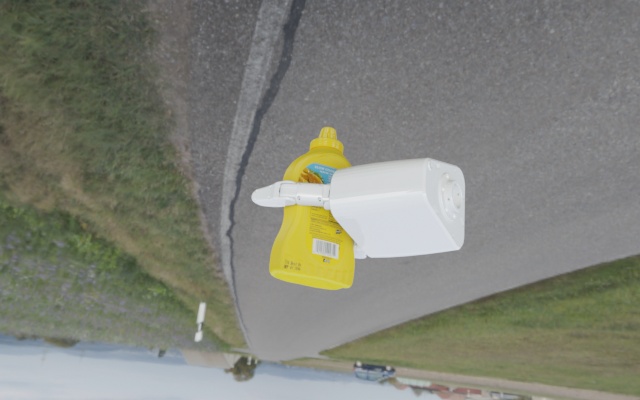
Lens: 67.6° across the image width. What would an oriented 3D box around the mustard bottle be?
[{"bbox_3d":[0.000,0.002,0.559,0.096,0.191,0.058,16,-21,-26],"label":"mustard bottle"}]
